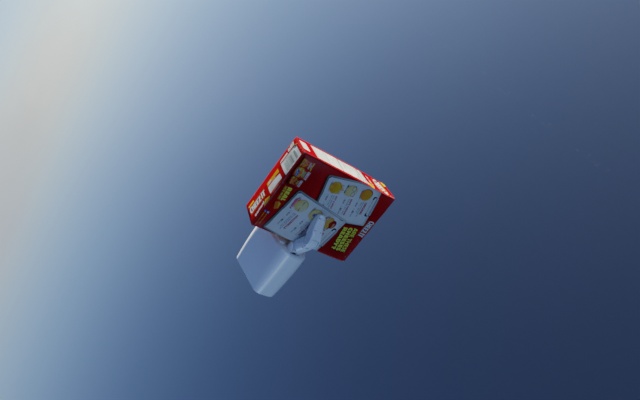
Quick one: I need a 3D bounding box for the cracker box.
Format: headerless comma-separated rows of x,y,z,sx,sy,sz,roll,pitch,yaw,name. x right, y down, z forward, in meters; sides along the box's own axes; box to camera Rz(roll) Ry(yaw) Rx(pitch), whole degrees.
0.000,0.003,0.867,0.214,0.164,0.072,25,23,-32,cracker box
